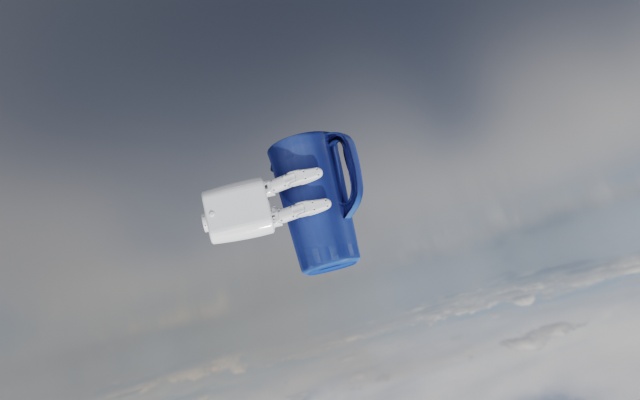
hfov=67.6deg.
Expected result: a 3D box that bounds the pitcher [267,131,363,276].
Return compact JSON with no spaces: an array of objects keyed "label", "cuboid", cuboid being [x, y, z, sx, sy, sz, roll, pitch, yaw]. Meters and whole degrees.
[{"label":"pitcher","cuboid":[0.000,0.003,0.859,0.145,0.242,0.149,-12,-13,-10]}]
